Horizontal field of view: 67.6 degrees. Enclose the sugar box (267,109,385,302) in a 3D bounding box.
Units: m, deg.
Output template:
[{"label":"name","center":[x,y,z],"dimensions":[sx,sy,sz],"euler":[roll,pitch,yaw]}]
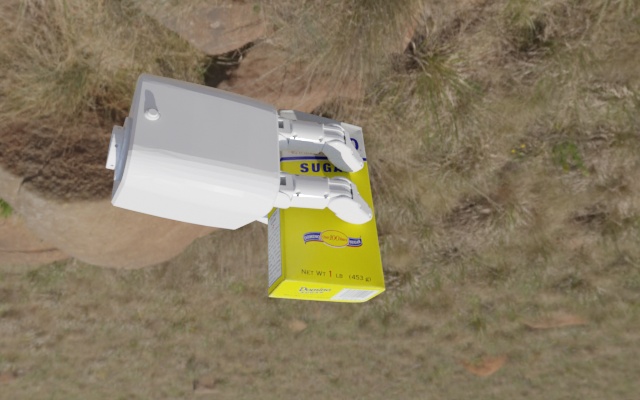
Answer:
[{"label":"sugar box","center":[0.000,0.001,0.436],"dimensions":[0.093,0.176,0.048],"euler":[9,-31,-23]}]
